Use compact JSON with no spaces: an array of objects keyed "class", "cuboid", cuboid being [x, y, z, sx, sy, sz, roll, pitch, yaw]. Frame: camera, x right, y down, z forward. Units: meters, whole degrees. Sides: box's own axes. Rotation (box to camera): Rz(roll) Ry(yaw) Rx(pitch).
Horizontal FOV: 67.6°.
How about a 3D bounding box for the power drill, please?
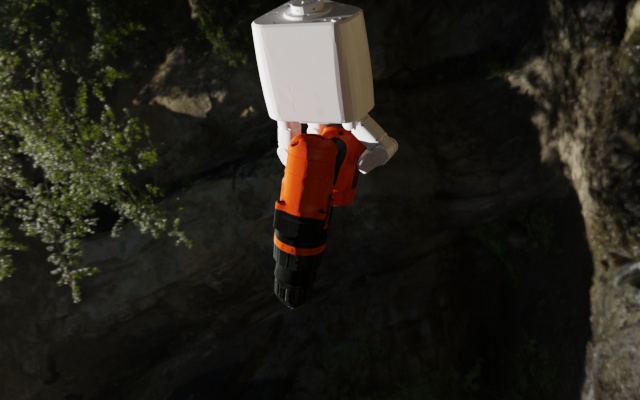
[{"class":"power drill","cuboid":[0.000,0.001,0.529,0.057,0.184,0.187,14,24,8]}]
